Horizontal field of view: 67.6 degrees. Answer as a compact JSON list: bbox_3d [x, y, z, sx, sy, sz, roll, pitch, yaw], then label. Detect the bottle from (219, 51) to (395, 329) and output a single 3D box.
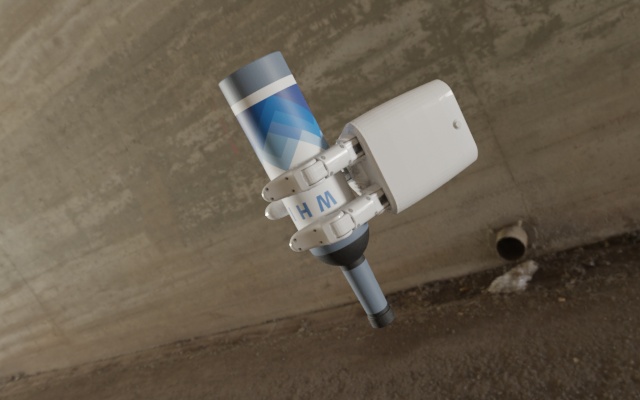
[{"bbox_3d":[0.000,0.001,0.482,0.069,0.296,0.069,-27,11,6],"label":"bottle"}]
